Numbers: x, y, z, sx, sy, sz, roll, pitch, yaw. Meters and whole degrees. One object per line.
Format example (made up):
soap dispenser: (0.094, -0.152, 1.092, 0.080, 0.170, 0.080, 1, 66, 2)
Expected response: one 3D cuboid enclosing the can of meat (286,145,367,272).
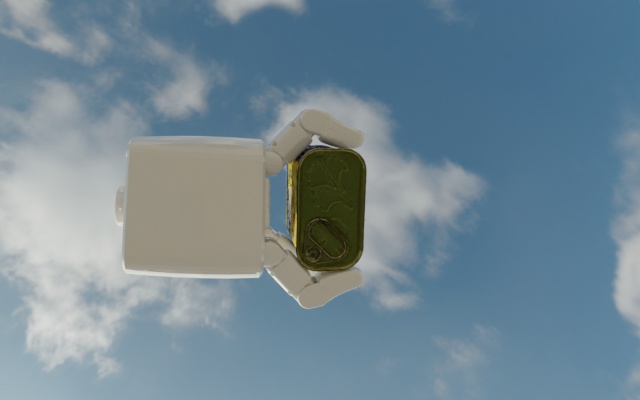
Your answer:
can of meat: (0.000, 0.001, 0.425, 0.057, 0.102, 0.084, -1, 11, -12)
